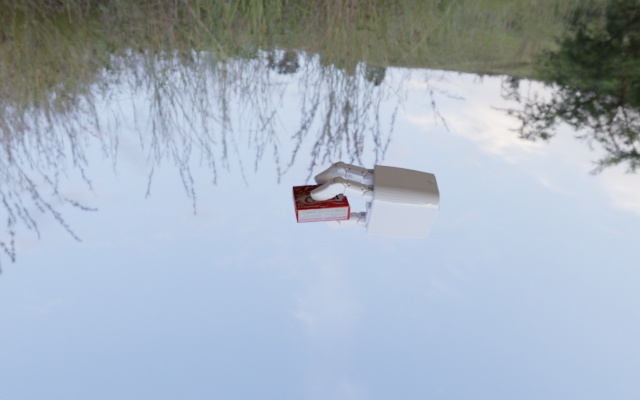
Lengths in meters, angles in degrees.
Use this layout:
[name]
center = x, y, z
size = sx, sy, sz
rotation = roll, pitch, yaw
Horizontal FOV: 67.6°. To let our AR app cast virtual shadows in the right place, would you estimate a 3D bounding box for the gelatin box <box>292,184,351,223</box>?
[gelatin box]
center = 0.000, 0.003, 0.794
size = 0.089, 0.030, 0.073
rotation = -4, 34, -7
